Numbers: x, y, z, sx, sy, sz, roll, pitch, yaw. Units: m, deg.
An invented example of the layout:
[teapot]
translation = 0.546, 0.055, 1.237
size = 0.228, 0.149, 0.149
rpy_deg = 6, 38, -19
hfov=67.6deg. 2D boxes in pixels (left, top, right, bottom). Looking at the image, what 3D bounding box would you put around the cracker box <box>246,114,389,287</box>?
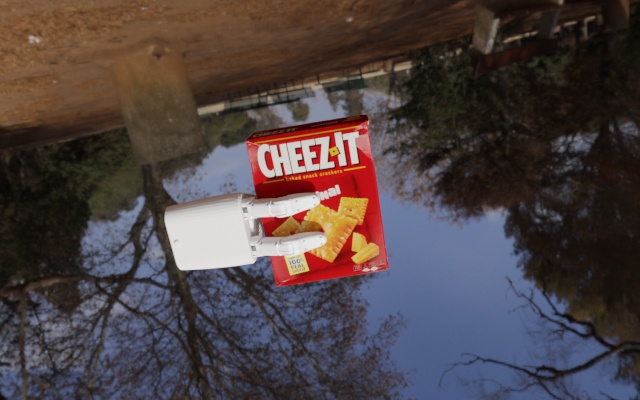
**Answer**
[cracker box]
translation = 0.000, 0.002, 0.663
size = 0.164, 0.214, 0.072
rpy_deg = -9, 16, 5
